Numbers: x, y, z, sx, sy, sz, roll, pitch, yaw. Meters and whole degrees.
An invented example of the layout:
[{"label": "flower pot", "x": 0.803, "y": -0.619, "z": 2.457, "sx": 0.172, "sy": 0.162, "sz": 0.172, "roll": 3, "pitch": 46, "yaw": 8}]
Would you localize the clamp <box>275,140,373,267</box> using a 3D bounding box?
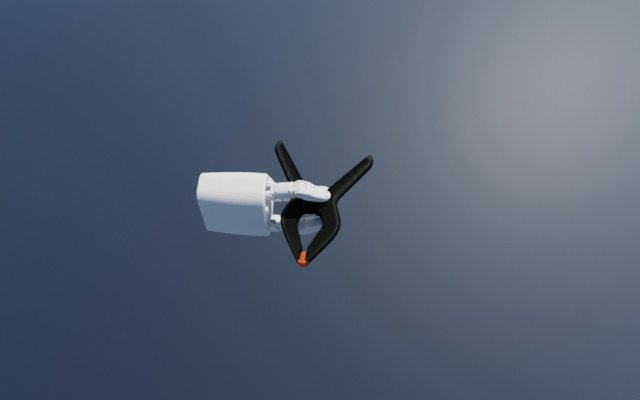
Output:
[{"label": "clamp", "x": 0.000, "y": 0.003, "z": 0.761, "sx": 0.164, "sy": 0.210, "sz": 0.036, "roll": 3, "pitch": -21, "yaw": 2}]
